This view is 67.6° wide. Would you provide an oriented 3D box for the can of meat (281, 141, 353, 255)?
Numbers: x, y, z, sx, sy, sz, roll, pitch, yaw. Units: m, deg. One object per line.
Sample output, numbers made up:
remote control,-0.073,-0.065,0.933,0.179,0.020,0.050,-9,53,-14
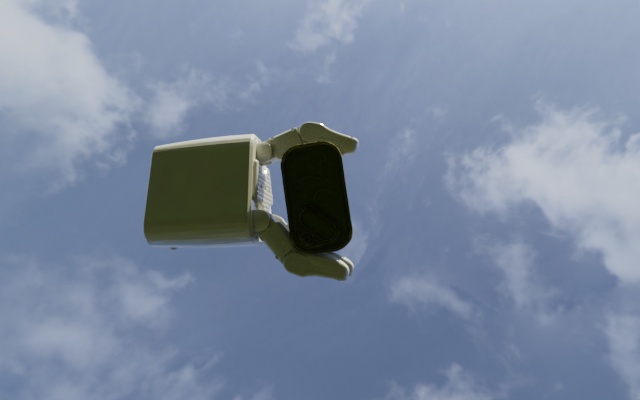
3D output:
can of meat,0.000,0.001,0.473,0.057,0.102,0.084,-9,-7,5
